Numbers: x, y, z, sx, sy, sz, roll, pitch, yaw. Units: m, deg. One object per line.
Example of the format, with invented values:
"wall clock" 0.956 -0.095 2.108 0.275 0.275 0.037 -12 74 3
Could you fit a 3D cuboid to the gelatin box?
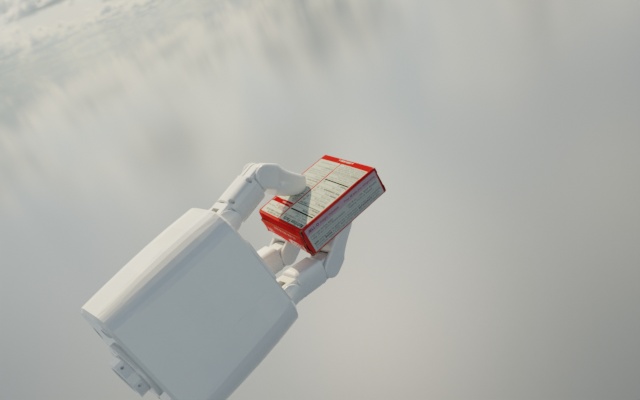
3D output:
"gelatin box" 0.000 0.001 0.416 0.089 0.030 0.073 -41 32 -19
